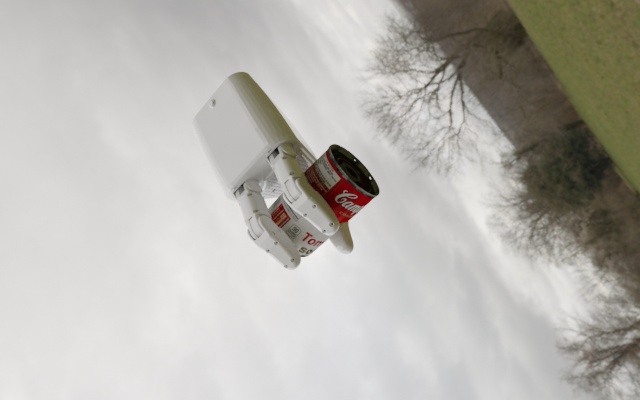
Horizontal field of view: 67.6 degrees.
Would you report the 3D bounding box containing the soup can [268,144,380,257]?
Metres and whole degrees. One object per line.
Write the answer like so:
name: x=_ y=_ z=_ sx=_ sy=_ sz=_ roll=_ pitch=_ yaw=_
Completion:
soup can: x=0.000 y=0.002 z=0.485 sx=0.102 sy=0.068 sz=0.068 roll=-43 pitch=-19 yaw=22
